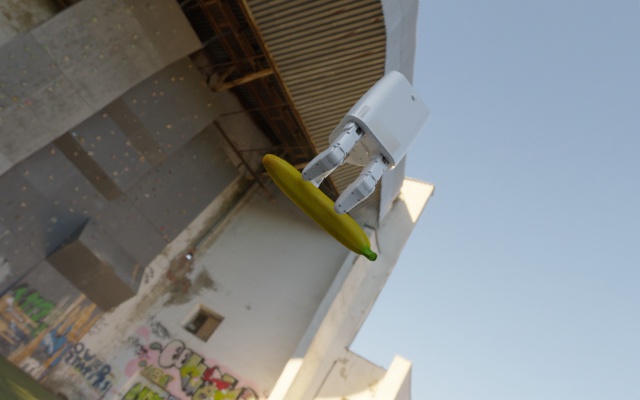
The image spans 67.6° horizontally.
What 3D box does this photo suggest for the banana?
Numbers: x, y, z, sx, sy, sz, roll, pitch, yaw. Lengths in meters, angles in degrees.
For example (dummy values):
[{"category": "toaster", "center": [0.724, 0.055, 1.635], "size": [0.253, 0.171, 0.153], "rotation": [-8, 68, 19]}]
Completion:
[{"category": "banana", "center": [0.001, 0.009, 0.646], "size": [0.198, 0.037, 0.070], "rotation": [41, -13, 5]}]
